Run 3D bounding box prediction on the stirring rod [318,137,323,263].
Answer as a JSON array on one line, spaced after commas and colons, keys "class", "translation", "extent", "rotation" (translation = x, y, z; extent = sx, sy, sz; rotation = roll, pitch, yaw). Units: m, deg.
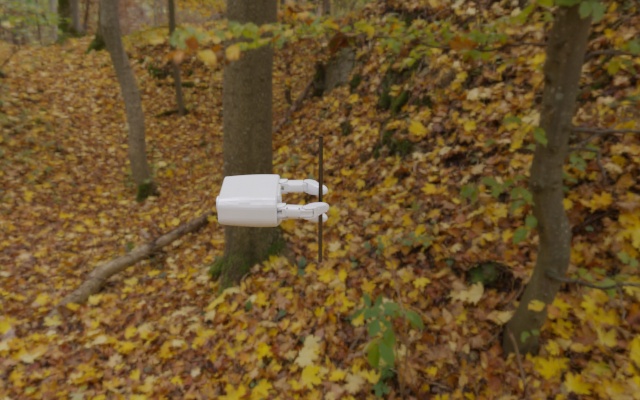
[{"class": "stirring rod", "translation": [0.000, 0.003, 0.884], "extent": [0.011, 0.239, 0.011], "rotation": [0, 17, 0]}]
